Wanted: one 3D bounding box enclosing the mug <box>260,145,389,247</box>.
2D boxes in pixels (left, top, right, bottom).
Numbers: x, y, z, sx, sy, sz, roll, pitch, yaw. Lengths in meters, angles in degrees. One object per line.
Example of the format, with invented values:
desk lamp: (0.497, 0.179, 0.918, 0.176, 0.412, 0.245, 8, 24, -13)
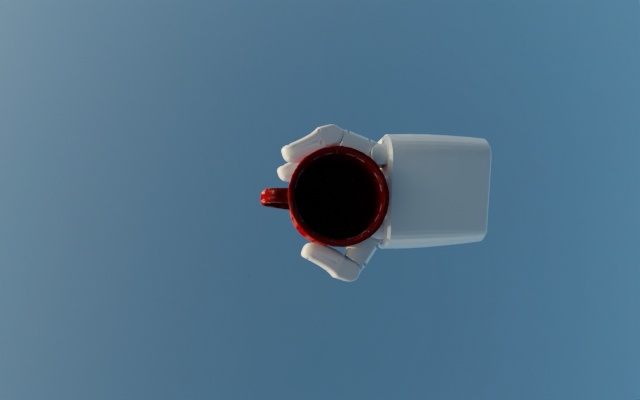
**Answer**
mug: (-0.001, 0.002, 0.468, 0.117, 0.093, 0.081, 0, -9, -8)
